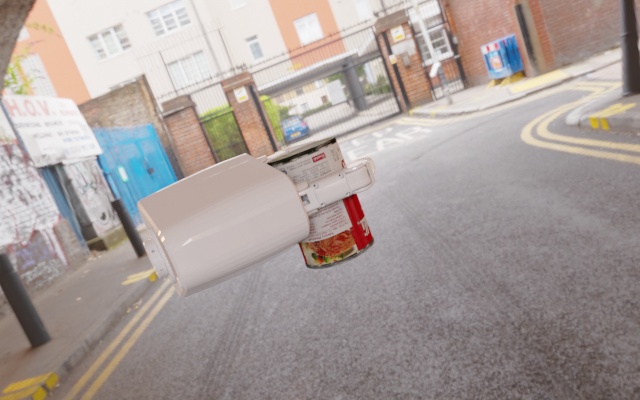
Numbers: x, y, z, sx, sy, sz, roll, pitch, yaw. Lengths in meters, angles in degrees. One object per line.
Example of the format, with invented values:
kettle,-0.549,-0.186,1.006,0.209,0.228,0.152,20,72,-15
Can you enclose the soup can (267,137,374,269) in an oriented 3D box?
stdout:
soup can,0.000,0.001,0.432,0.068,0.102,0.068,-20,10,4
